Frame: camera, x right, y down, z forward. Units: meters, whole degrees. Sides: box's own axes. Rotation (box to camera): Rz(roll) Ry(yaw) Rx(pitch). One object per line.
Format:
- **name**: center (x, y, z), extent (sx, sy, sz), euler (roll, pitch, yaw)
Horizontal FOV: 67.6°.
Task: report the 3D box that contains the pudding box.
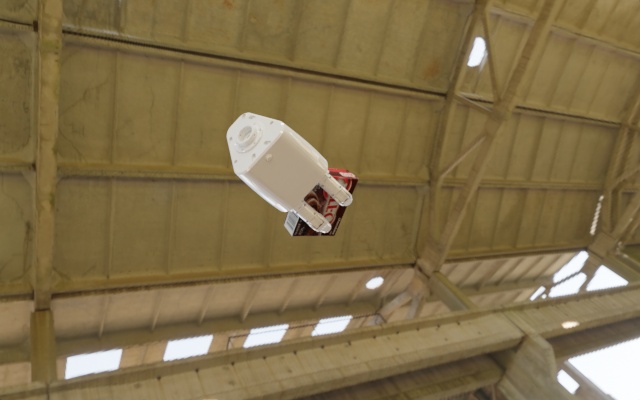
- **pudding box**: center (0.000, 0.002, 0.765), extent (0.090, 0.113, 0.039), euler (3, 30, -38)
